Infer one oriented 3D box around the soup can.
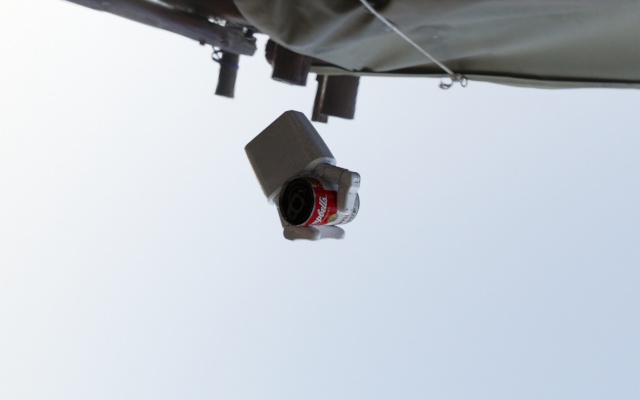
[{"bbox_3d":[0.001,0.003,0.682,0.068,0.068,0.102,0,-2,41],"label":"soup can"}]
